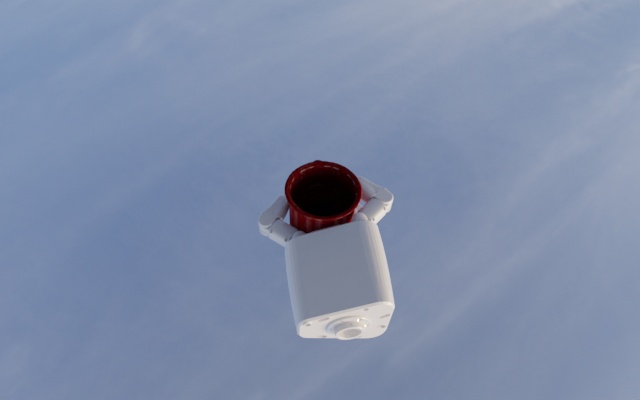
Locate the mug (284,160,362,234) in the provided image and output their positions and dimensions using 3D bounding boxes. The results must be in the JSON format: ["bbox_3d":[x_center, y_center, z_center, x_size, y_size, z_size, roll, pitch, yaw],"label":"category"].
[{"bbox_3d":[0.000,0.001,0.610,0.093,0.117,0.082,-4,-38,-7],"label":"mug"}]
